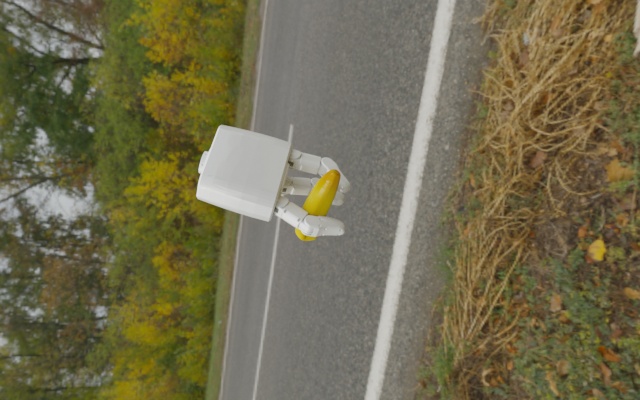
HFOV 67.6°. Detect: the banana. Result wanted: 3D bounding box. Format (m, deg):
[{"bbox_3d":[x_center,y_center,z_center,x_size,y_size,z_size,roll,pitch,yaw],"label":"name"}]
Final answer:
[{"bbox_3d":[-0.009,0.019,0.696,0.037,0.069,0.198,27,-22,4],"label":"banana"}]
